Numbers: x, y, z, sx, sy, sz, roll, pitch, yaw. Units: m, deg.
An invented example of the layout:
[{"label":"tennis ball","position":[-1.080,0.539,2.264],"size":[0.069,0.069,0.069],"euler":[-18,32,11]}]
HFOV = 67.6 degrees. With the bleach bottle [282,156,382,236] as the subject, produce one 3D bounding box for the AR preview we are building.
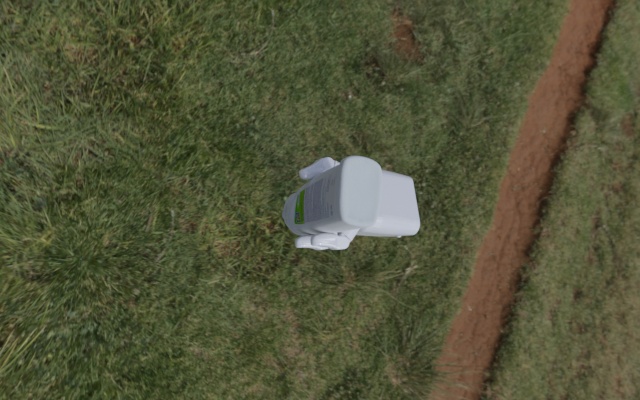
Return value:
[{"label":"bleach bottle","position":[0.000,0.003,0.761],"size":[0.068,0.102,0.251],"euler":[10,-11,-26]}]
